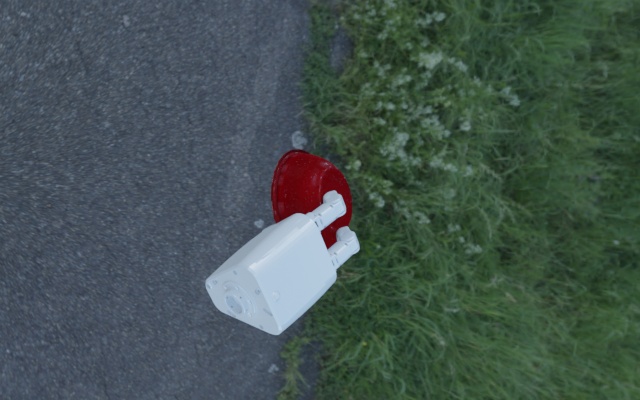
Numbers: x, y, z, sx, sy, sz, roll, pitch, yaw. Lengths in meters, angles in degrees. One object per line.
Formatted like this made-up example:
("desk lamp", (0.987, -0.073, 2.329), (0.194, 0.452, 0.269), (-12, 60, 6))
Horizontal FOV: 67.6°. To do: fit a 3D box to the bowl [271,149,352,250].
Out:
("bowl", (0.001, 0.001, 0.676), (0.055, 0.162, 0.162), (-9, -5, 31))
